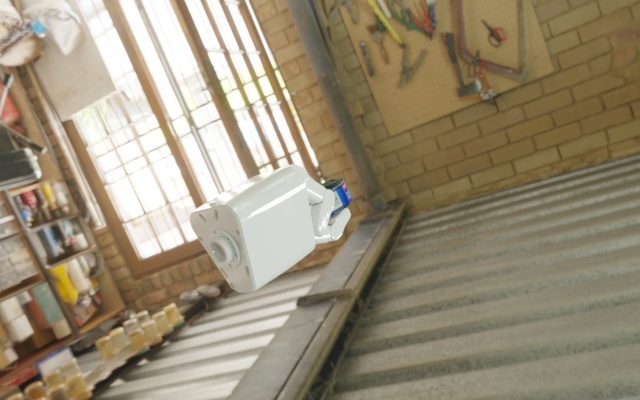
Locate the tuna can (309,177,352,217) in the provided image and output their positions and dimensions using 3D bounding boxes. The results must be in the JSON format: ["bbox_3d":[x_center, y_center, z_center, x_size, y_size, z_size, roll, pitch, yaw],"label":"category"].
[{"bbox_3d":[0.000,0.003,0.668,0.086,0.034,0.086,-26,11,5],"label":"tuna can"}]
